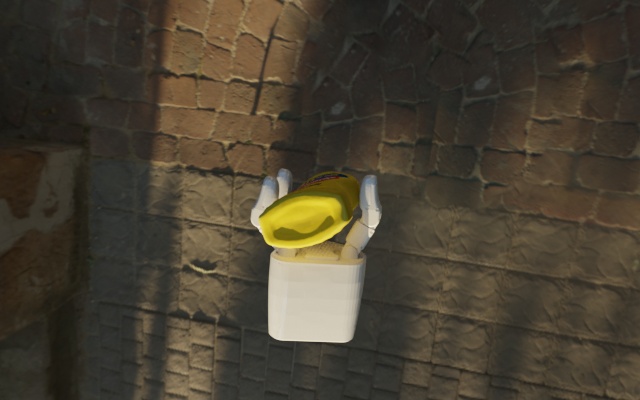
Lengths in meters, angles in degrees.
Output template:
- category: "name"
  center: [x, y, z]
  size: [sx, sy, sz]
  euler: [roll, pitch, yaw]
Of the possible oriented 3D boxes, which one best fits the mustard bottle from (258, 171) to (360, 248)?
- category: "mustard bottle"
  center: [0.000, 0.002, 0.574]
  size: [0.096, 0.058, 0.191]
  euler: [-18, 7, 15]
